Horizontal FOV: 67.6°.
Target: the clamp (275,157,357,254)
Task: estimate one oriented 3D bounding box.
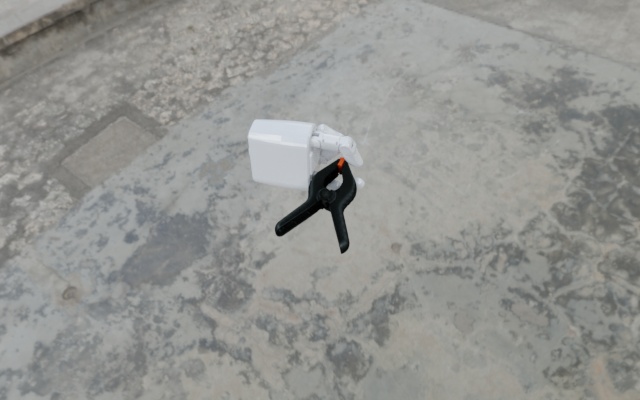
[{"bbox_3d":[0.000,0.002,0.763,0.120,0.171,0.039,10,-35,8],"label":"clamp"}]
